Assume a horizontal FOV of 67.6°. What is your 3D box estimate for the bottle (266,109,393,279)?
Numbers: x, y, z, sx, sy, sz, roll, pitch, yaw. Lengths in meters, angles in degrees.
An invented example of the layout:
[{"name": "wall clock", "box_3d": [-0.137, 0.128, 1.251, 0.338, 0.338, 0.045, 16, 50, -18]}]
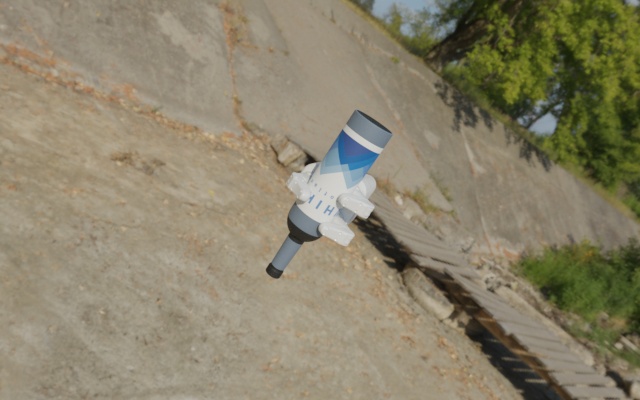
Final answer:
[{"name": "bottle", "box_3d": [0.000, 0.002, 0.737, 0.069, 0.296, 0.069, 31, 17, -11]}]
